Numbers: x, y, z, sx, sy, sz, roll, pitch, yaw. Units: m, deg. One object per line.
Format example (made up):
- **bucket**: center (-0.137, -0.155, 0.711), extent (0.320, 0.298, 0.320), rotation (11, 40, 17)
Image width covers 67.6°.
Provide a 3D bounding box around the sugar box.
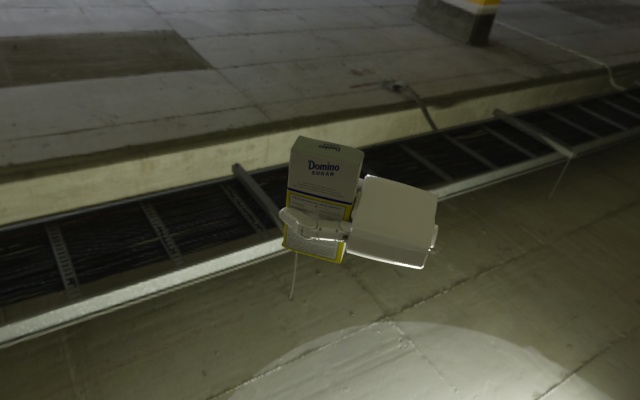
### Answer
- **sugar box**: center (0.000, 0.002, 0.664), extent (0.093, 0.176, 0.048), rotation (15, 36, 7)
